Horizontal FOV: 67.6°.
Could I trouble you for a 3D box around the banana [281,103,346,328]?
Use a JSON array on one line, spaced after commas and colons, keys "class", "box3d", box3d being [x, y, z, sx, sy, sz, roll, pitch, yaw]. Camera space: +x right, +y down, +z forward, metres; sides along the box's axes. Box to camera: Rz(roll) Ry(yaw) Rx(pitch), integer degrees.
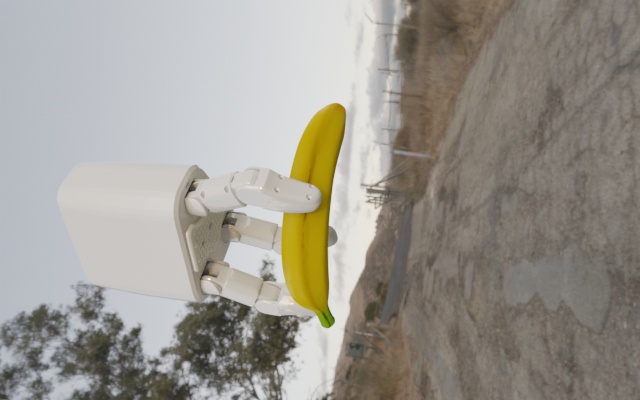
[{"class": "banana", "box3d": [-0.005, -0.001, 0.387, 0.037, 0.197, 0.070, 1, -15, 15]}]
